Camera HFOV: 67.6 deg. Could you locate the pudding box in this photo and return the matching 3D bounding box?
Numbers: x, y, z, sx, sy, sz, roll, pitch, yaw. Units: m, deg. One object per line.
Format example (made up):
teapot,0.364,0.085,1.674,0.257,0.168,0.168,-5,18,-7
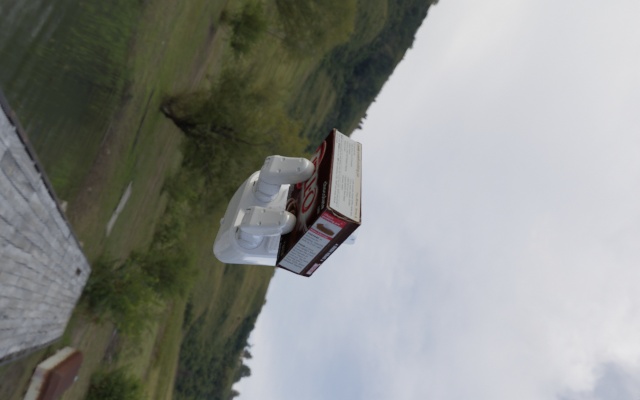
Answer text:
pudding box,0.000,0.002,0.442,0.039,0.113,0.090,24,-50,-19
